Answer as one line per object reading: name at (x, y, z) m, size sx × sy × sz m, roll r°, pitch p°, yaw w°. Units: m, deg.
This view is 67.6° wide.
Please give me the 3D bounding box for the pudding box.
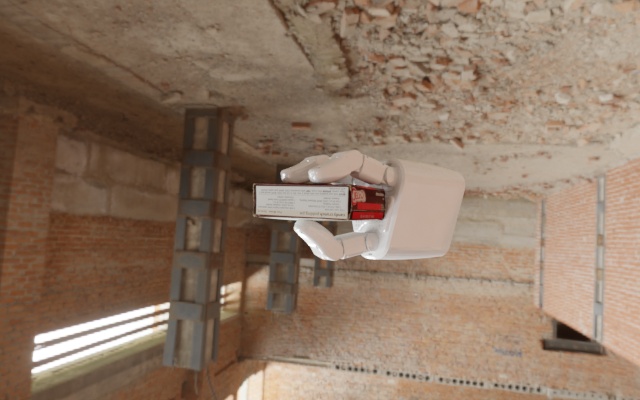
pudding box at (0.000, 0.002, 0.498) m, size 0.113 × 0.039 × 0.090 m, roll -1°, pitch -3°, yaw 28°
